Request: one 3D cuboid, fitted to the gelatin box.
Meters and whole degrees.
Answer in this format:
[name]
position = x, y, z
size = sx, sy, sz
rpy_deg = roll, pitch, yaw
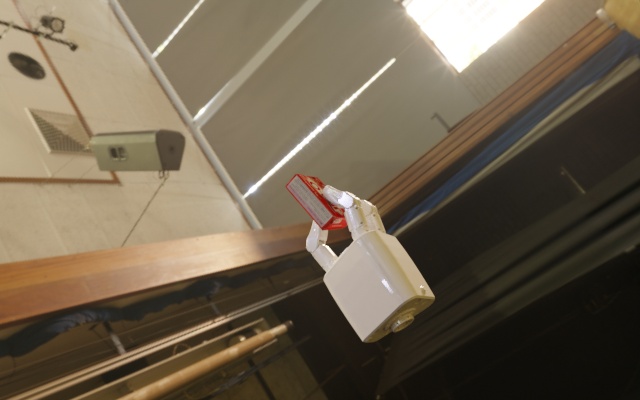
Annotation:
[gelatin box]
position = 0.000, 0.002, 0.696
size = 0.089, 0.030, 0.073
rpy_deg = 48, 17, 18
